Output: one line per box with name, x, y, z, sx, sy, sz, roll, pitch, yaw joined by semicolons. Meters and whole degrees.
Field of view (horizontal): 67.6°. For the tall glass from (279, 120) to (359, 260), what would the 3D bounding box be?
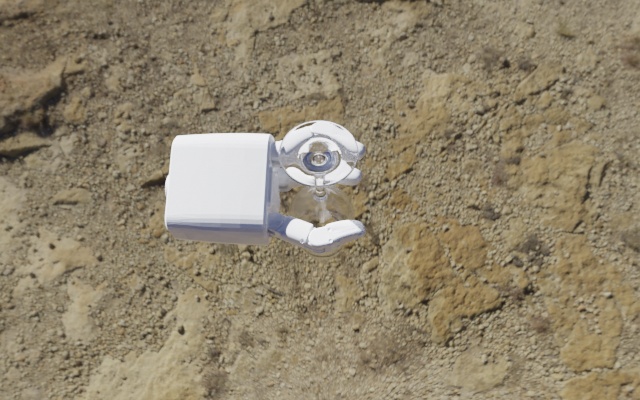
tall glass;0.000;0.001;0.529;0.079;0.079;0.201;0;-28;2
